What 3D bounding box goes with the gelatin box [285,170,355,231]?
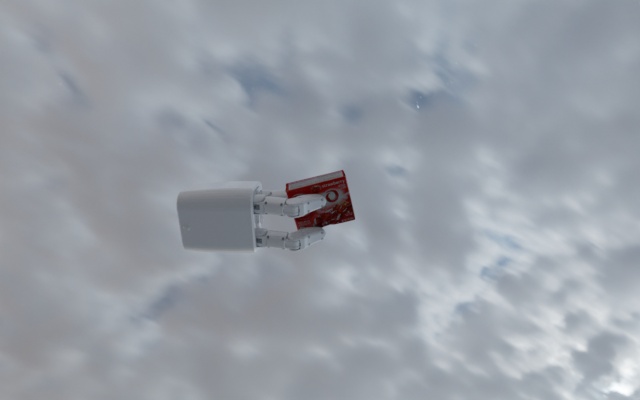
[{"bbox_3d":[0.000,0.002,0.698,0.089,0.073,0.030,-14,26,2],"label":"gelatin box"}]
